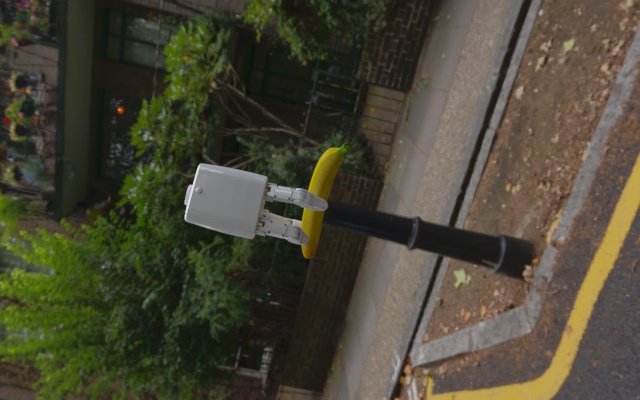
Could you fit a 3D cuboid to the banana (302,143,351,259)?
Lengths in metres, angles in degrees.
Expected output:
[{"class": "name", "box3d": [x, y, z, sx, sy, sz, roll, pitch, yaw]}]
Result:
[{"class": "banana", "box3d": [-0.002, -0.005, 0.788, 0.037, 0.198, 0.069, 15, 10, -12]}]
